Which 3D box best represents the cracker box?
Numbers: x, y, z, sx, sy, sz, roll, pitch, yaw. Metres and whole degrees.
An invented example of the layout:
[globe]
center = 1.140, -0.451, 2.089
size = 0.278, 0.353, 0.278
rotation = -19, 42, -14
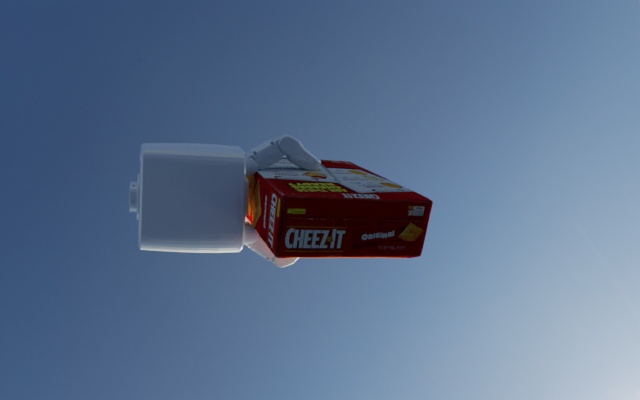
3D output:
[cracker box]
center = 0.000, 0.002, 0.560
size = 0.164, 0.072, 0.213
rotation = 2, 15, -21
